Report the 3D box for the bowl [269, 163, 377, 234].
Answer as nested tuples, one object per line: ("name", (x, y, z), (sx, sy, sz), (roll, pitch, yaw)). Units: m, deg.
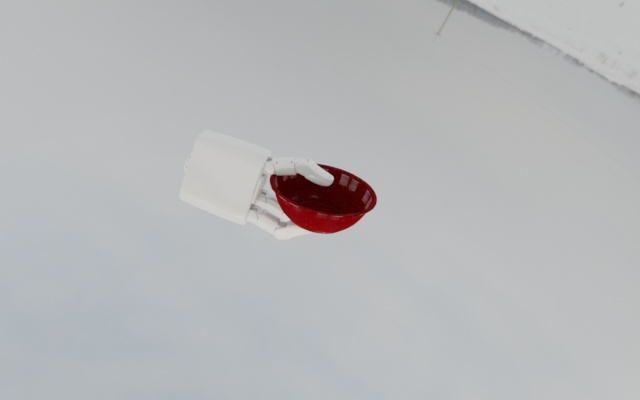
("bowl", (0.001, 0.003, 0.714), (0.162, 0.055, 0.162), (10, 28, -5))
